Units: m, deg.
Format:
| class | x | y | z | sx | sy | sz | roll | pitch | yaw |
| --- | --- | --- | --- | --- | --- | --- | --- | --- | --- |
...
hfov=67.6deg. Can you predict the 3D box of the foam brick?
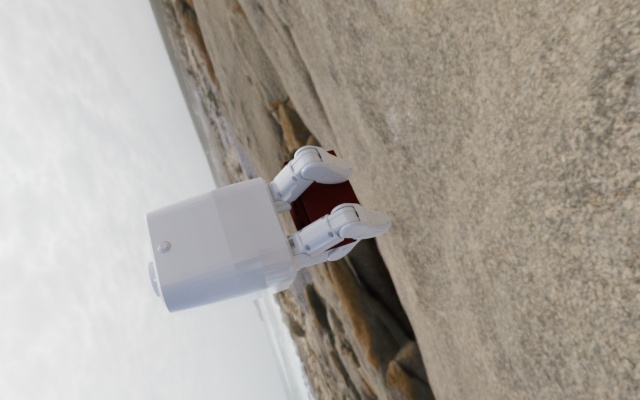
| class | x | y | z | sx | sy | sz | roll | pitch | yaw |
| --- | --- | --- | --- | --- | --- | --- | --- | --- | --- |
| foam brick | 0.000 | 0.001 | 0.446 | 0.051 | 0.078 | 0.053 | -15 | -31 | -14 |
